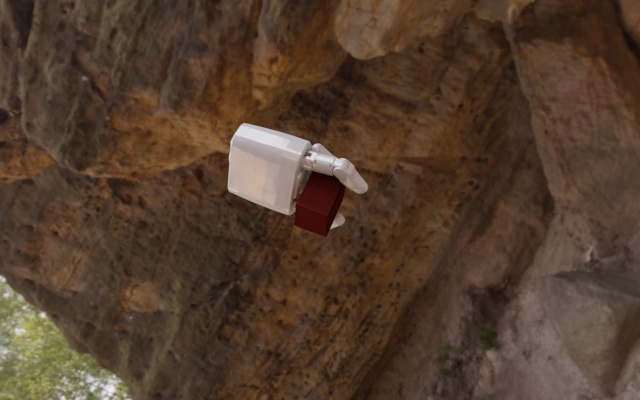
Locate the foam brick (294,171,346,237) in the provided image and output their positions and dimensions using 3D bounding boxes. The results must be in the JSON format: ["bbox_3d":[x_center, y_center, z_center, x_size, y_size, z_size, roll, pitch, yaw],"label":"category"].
[{"bbox_3d":[0.000,0.002,0.685,0.051,0.078,0.053,19,-36,8],"label":"foam brick"}]
